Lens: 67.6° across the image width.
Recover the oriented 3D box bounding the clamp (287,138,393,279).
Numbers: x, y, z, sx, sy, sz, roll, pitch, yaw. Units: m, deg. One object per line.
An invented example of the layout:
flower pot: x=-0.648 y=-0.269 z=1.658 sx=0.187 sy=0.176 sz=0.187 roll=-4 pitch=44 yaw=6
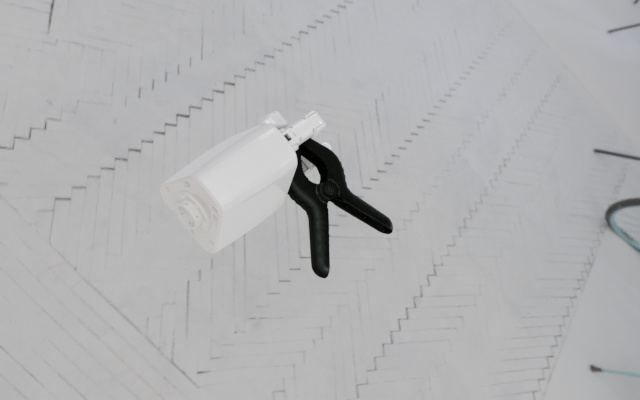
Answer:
clamp: x=0.000 y=0.001 z=0.559 sx=0.120 sy=0.171 sz=0.039 roll=-40 pitch=2 yaw=-35
